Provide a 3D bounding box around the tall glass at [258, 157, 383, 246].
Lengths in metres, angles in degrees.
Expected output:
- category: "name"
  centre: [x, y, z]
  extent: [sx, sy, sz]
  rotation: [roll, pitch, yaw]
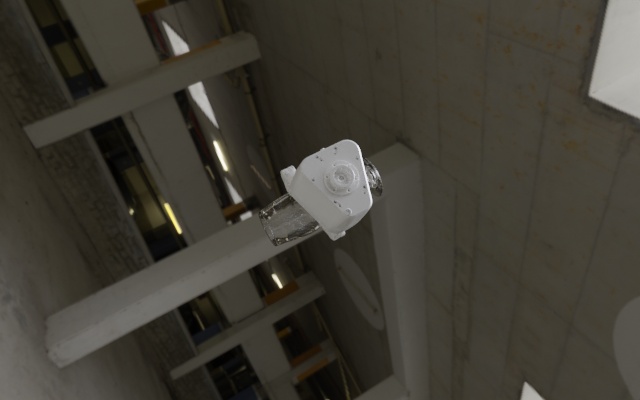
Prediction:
- category: "tall glass"
  centre: [0.001, 0.002, 0.791]
  extent: [0.201, 0.079, 0.079]
  rotation: [-27, 7, -15]
